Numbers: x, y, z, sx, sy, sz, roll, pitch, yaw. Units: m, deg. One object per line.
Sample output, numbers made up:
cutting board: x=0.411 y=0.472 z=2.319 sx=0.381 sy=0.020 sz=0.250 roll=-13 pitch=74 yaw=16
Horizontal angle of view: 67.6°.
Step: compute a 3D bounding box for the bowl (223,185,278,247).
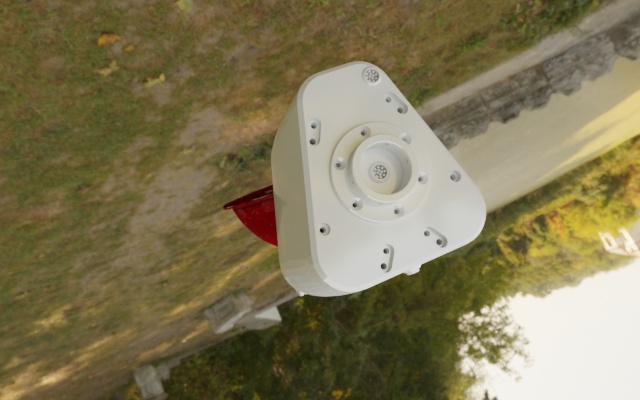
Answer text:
bowl: x=0.000 y=0.002 z=0.421 sx=0.162 sy=0.055 sz=0.162 roll=-20 pitch=6 yaw=2
